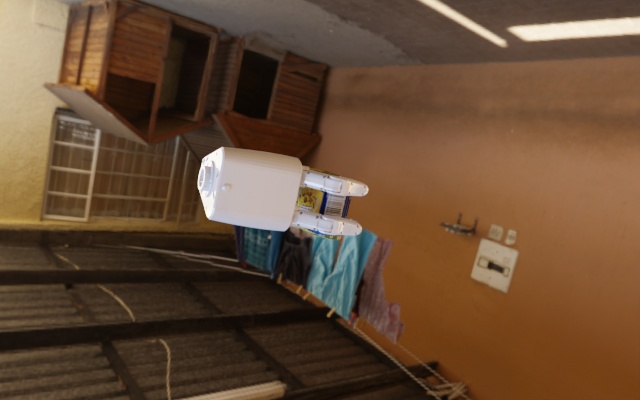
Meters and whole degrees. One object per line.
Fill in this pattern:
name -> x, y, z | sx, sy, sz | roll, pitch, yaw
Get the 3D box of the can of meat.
can of meat -> 0.000, 0.003, 0.687 | 0.057, 0.084, 0.102 | 8, 9, -31
